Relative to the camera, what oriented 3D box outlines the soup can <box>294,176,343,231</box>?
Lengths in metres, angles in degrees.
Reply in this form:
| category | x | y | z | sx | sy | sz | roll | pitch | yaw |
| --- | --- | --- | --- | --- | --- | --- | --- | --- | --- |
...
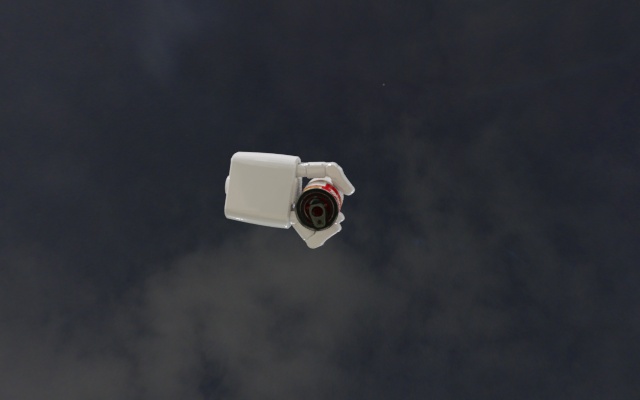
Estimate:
| category | x | y | z | sx | sy | sz | roll | pitch | yaw |
| --- | --- | --- | --- | --- | --- | --- | --- | --- | --- |
| soup can | 0.001 | 0.002 | 0.765 | 0.068 | 0.068 | 0.102 | 0 | 14 | 7 |
